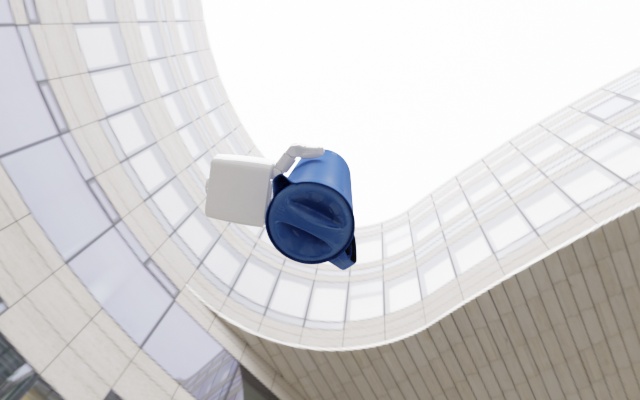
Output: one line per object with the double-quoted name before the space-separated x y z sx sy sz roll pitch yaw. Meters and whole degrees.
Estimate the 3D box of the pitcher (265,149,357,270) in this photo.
"pitcher" 0.000 0.003 0.804 0.145 0.149 0.242 8 22 3
